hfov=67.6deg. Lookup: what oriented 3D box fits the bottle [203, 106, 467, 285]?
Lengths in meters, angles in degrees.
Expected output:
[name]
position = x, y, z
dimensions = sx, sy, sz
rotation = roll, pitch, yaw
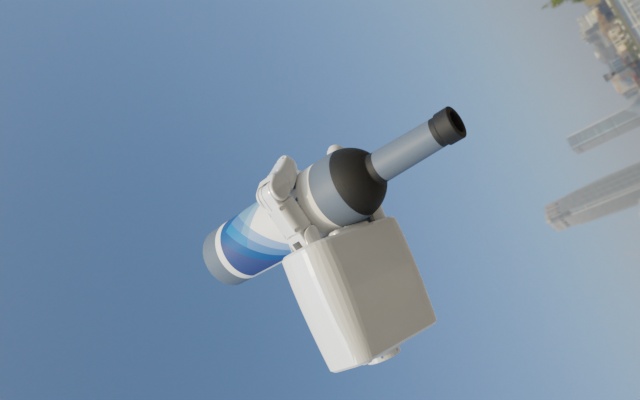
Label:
[bottle]
position = 0.000, 0.001, 0.445
dimensions = 0.296, 0.069, 0.069
rotation = -31, -19, 36
